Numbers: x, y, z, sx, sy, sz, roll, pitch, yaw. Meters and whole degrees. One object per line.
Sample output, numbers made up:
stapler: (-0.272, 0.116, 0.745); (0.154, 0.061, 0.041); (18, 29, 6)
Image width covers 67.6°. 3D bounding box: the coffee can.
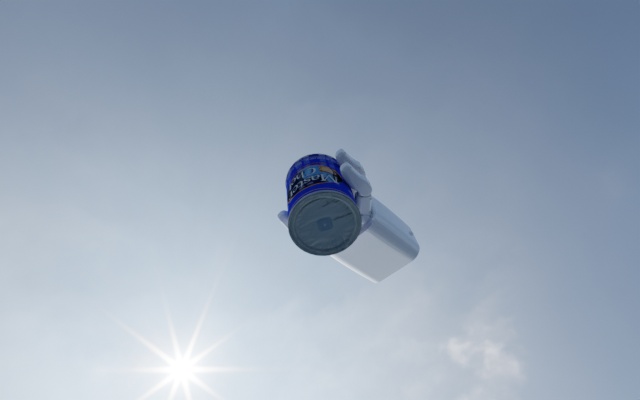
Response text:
coffee can: (0.000, 0.002, 0.717); (0.103, 0.103, 0.140); (0, 27, -6)
